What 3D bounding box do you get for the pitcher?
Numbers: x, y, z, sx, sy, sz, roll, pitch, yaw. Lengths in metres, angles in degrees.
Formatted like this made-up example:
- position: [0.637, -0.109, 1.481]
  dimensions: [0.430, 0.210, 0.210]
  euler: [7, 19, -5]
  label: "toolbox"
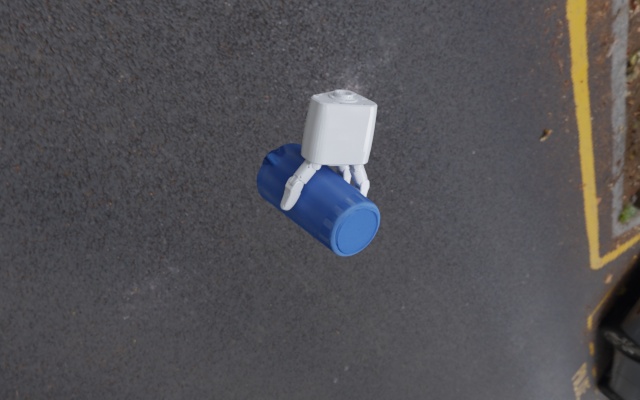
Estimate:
- position: [0.000, 0.003, 0.892]
  dimensions: [0.149, 0.145, 0.242]
  euler: [-10, 33, -35]
  label: "pitcher"
